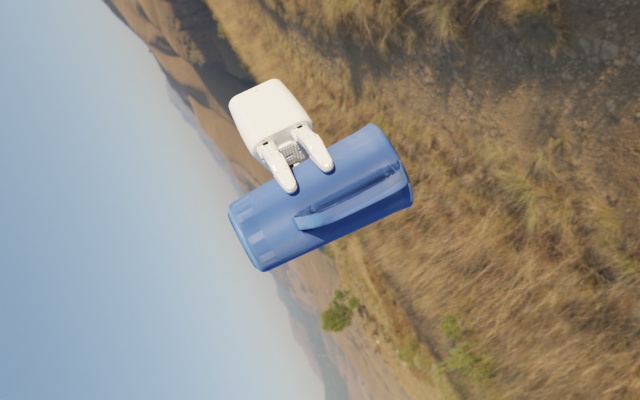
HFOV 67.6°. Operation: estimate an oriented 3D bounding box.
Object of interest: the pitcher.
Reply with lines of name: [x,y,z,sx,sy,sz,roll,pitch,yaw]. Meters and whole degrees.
pitcher: [0.000,0.002,0.666,0.243,0.145,0.149,-27,-30,-6]
